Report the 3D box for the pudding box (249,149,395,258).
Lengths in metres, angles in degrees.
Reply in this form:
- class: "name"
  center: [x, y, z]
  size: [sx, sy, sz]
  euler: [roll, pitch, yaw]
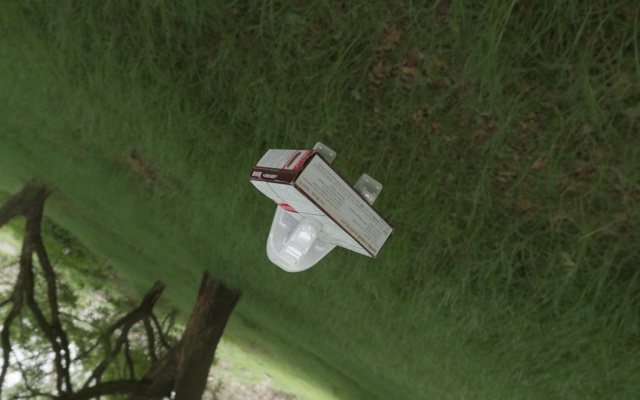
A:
- class: "pudding box"
  center: [0.000, 0.002, 0.433]
  size: [0.113, 0.039, 0.090]
  euler: [41, -16, -29]
